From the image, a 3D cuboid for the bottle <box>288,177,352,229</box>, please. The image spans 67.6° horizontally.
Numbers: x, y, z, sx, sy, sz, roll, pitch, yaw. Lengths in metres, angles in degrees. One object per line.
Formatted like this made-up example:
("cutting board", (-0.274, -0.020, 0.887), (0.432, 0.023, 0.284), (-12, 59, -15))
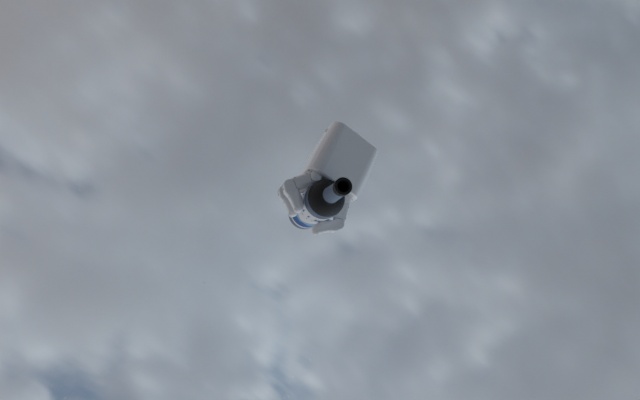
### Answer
("bottle", (0.000, 0.003, 0.848), (0.069, 0.069, 0.296), (0, -9, -14))
